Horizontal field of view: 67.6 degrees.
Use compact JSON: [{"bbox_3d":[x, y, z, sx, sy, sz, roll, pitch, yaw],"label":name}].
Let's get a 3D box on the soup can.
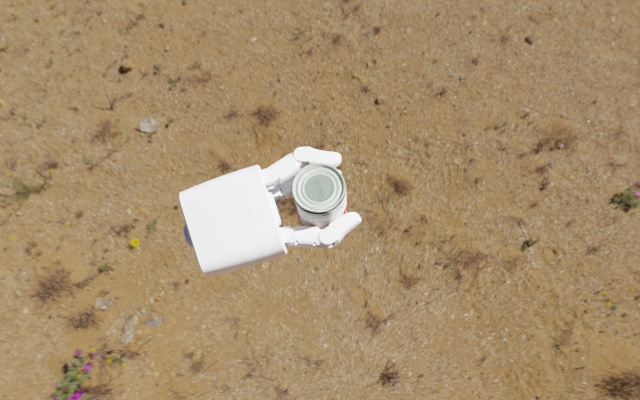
[{"bbox_3d":[0.001,0.002,0.615,0.068,0.068,0.102,0,-21,3],"label":"soup can"}]
